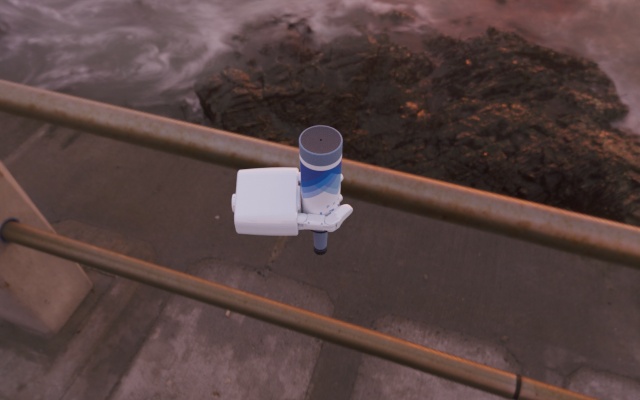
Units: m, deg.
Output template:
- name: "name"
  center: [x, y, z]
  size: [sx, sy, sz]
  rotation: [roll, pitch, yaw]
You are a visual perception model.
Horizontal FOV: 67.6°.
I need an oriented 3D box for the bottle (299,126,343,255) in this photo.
- name: "bottle"
  center: [0.000, 0.003, 0.836]
  size: [0.069, 0.069, 0.296]
  rotation: [0, -40, 0]
